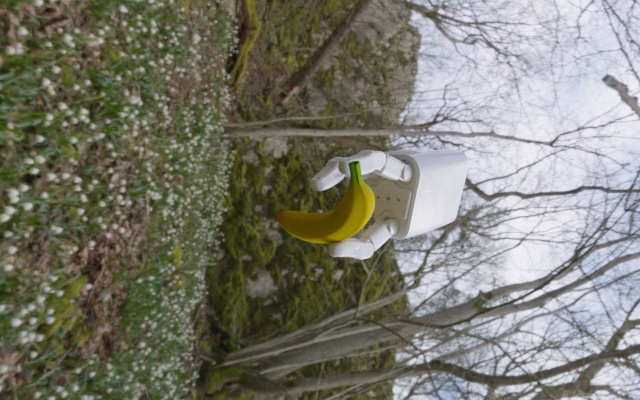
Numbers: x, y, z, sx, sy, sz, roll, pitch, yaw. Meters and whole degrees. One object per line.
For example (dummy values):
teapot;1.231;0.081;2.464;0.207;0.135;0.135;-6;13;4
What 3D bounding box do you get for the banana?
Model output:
banana;0.009;0.018;0.570;0.037;0.069;0.198;-16;-10;-35
